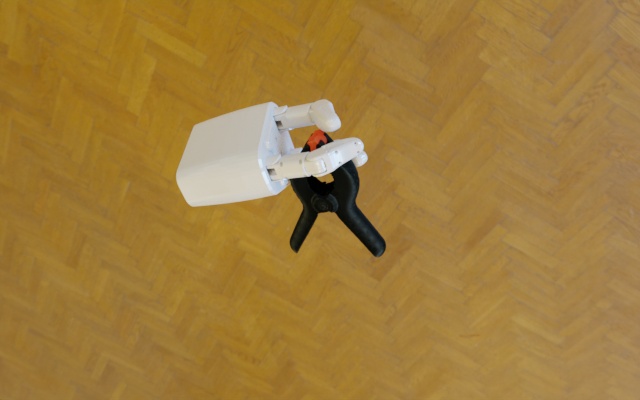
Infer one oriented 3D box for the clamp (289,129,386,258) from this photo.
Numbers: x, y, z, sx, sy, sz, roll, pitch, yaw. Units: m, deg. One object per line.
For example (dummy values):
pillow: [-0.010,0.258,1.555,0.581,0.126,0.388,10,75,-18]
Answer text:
clamp: [0.000,0.002,0.553,0.120,0.171,0.039,-10,30,17]
